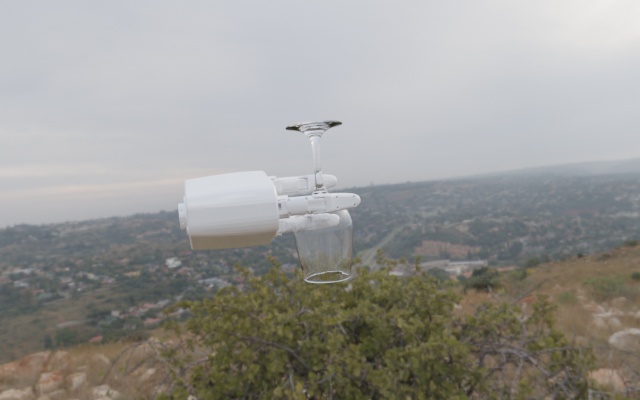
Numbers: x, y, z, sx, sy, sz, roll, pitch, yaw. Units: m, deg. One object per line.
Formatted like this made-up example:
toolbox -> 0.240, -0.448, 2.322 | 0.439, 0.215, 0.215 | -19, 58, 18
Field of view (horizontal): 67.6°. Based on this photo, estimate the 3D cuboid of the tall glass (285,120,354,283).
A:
tall glass -> 0.000, 0.001, 0.618 | 0.079, 0.201, 0.079 | -6, 1, 0
